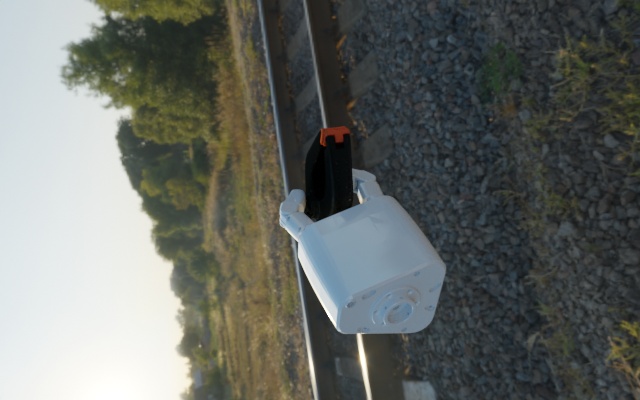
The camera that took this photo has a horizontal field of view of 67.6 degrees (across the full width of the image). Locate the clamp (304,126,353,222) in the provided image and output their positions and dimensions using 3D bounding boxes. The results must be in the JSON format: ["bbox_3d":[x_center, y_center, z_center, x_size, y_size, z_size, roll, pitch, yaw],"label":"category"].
[{"bbox_3d":[-0.001,0.002,0.565,0.036,0.210,0.164,-9,36,-20],"label":"clamp"}]
